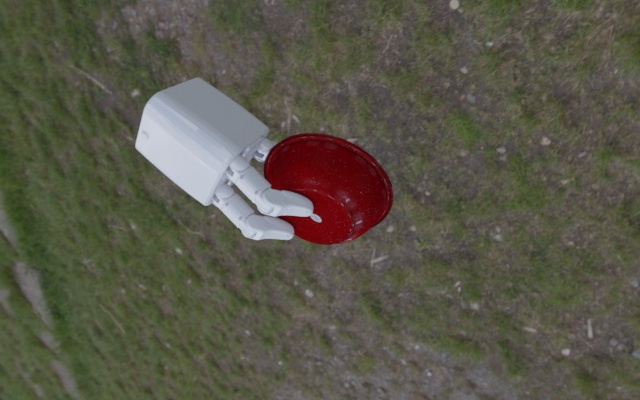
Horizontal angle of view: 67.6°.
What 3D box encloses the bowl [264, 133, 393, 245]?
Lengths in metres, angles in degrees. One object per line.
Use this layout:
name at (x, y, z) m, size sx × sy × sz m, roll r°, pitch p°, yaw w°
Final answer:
bowl at (0.001, 0.003, 0.556) m, size 0.162 × 0.162 × 0.055 m, roll 0°, pitch 44°, yaw 24°
